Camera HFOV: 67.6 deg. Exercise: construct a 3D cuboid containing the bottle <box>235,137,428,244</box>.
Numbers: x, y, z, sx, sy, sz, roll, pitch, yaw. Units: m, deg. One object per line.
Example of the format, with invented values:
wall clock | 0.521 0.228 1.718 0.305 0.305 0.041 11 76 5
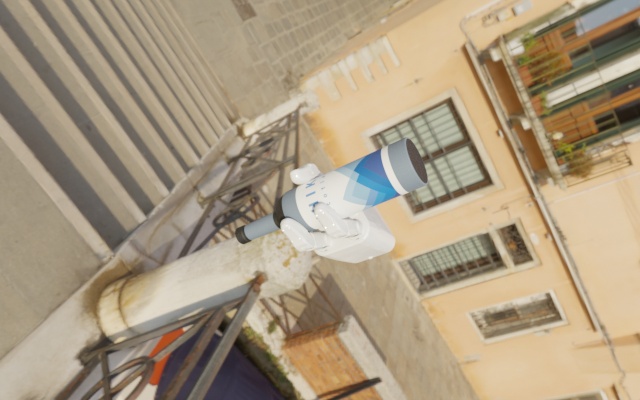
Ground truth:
bottle | 0.000 0.002 0.668 0.296 0.069 0.069 -23 -11 26
